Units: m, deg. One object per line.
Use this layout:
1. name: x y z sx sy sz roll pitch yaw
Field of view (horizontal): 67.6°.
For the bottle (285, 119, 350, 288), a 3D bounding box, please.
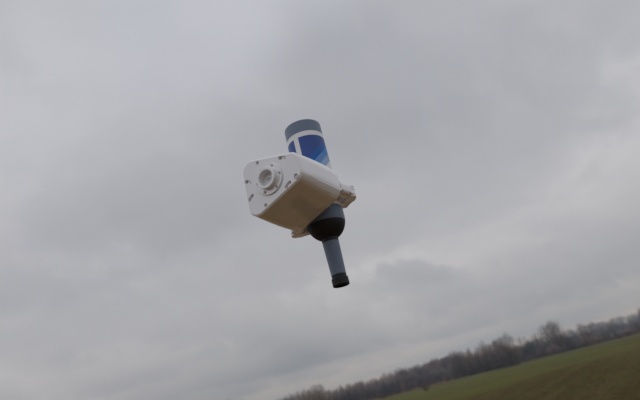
1. bottle: 0.000 0.002 0.807 0.069 0.295 0.069 -12 -23 -5
